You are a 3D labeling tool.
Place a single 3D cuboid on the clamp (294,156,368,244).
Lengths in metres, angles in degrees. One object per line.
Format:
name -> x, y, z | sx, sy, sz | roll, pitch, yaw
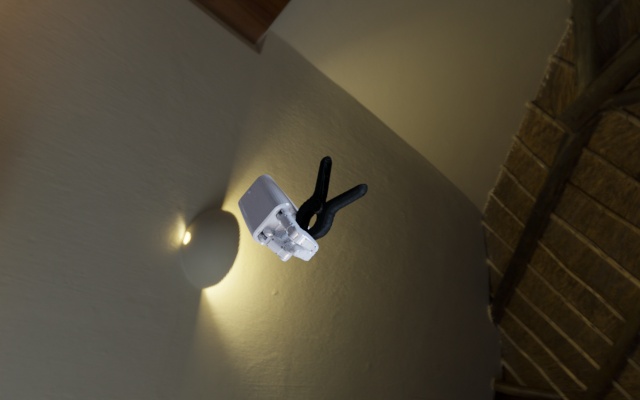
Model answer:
clamp -> 0.000, 0.003, 0.882 | 0.039, 0.171, 0.120 | 29, 18, -45
